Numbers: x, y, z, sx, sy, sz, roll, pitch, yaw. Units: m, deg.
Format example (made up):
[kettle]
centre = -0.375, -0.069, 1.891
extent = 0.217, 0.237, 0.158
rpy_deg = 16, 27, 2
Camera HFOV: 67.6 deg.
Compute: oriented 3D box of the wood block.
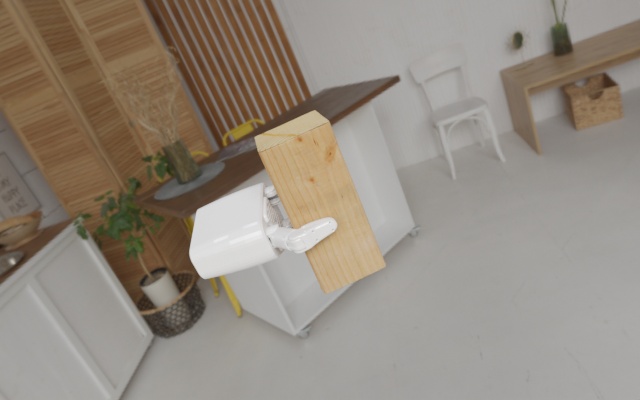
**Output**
[wood block]
centre = 0.000, 0.002, 0.616
extent = 0.090, 0.206, 0.090
rpy_deg = -24, 22, -2
